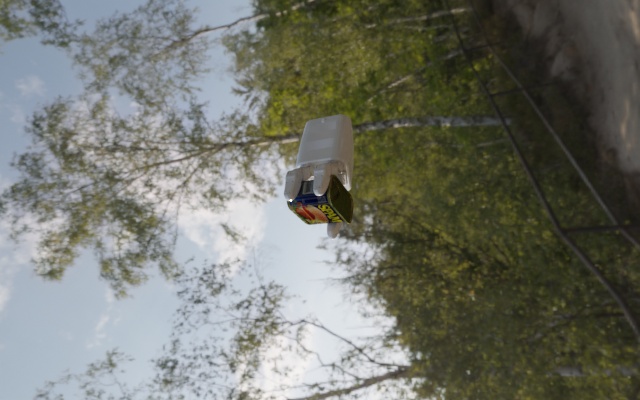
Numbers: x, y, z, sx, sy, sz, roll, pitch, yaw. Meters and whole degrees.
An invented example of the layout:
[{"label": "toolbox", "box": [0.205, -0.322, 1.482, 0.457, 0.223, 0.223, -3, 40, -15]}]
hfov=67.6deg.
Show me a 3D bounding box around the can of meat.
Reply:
[{"label": "can of meat", "box": [0.000, 0.003, 0.836, 0.084, 0.057, 0.102, -6, -29, 25]}]
